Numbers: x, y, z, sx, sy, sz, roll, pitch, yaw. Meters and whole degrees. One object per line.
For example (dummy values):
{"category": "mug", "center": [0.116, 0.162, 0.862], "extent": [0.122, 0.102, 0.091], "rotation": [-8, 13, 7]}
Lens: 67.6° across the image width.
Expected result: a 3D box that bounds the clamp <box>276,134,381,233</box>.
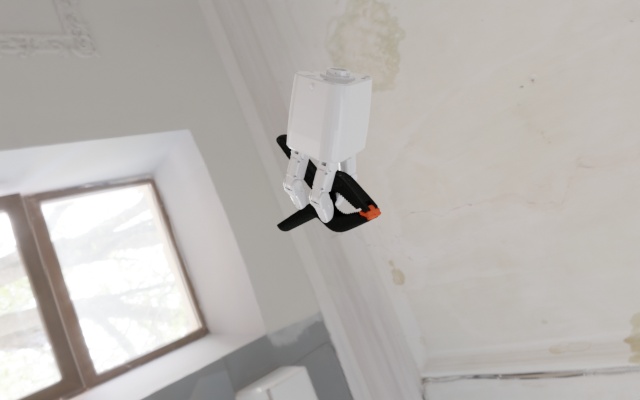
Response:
{"category": "clamp", "center": [0.001, 0.002, 0.734], "extent": [0.210, 0.165, 0.036], "rotation": [26, 32, 38]}
